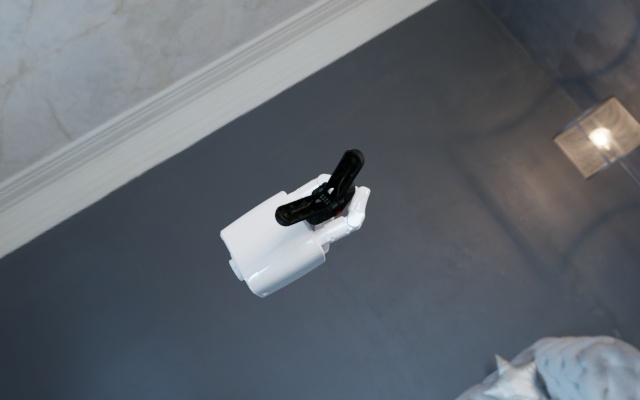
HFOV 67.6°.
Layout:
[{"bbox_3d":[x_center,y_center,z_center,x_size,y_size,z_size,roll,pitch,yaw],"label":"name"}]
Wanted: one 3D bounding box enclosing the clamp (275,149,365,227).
[{"bbox_3d":[0.000,0.001,0.592,0.120,0.039,0.171,-32,-15,-7],"label":"clamp"}]
